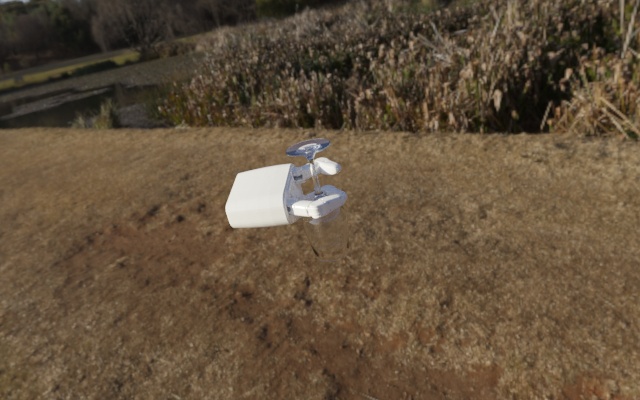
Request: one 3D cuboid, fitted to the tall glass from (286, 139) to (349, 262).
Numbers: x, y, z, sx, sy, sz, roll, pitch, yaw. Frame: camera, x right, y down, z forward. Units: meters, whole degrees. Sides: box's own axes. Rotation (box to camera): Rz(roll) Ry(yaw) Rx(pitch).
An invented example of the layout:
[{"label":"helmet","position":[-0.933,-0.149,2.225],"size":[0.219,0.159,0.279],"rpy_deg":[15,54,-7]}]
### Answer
[{"label":"tall glass","position":[0.000,0.002,0.806],"size":[0.079,0.201,0.079],"rpy_deg":[-11,23,5]}]
